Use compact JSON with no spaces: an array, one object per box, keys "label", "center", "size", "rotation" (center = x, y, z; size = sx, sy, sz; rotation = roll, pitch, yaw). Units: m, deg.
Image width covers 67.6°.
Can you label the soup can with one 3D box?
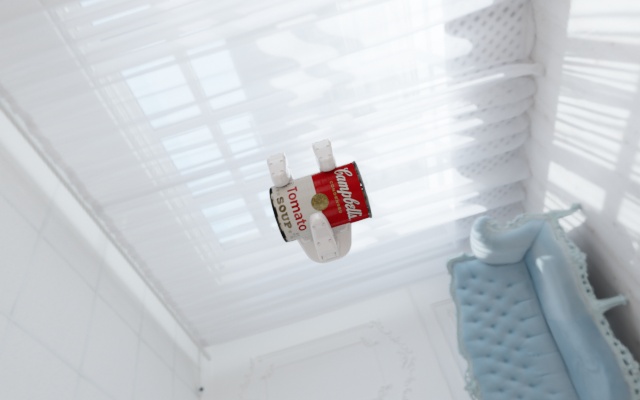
[{"label":"soup can","center":[0.000,0.002,0.539],"size":[0.102,0.068,0.068],"rotation":[-17,-1,2]}]
